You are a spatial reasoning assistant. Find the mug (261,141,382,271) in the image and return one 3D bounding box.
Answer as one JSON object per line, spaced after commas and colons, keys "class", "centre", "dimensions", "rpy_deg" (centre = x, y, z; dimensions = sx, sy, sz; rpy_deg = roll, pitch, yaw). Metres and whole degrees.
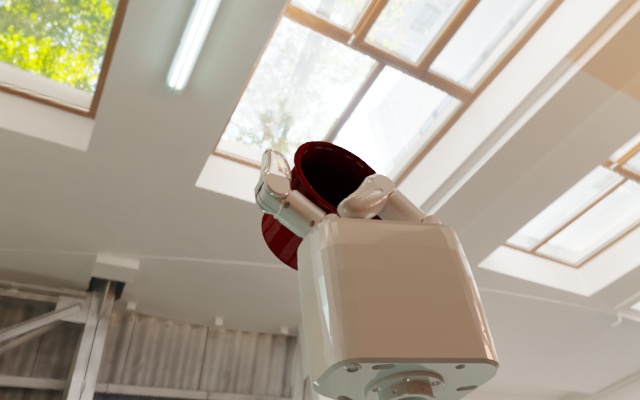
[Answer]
{"class": "mug", "centre": [0.000, 0.001, 0.420], "dimensions": [0.093, 0.117, 0.081], "rpy_deg": [20, -52, -22]}
